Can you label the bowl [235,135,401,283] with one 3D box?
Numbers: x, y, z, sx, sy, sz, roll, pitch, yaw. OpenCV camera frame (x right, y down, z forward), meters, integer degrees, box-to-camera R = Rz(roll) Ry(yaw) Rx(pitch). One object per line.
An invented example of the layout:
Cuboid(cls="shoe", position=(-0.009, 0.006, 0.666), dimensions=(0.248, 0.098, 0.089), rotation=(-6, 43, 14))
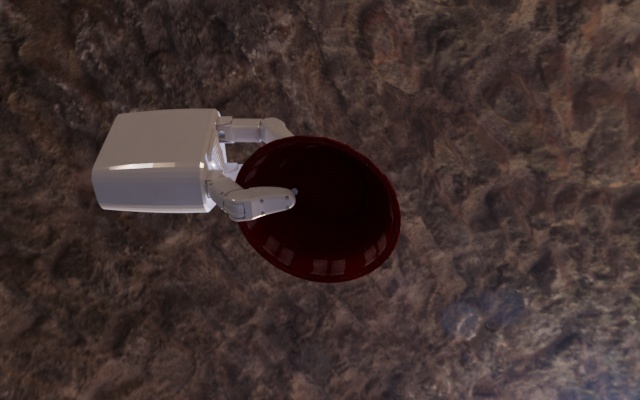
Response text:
Cuboid(cls="bowl", position=(0.001, 0.002, 0.466), dimensions=(0.162, 0.162, 0.055), rotation=(0, 31, 16))
